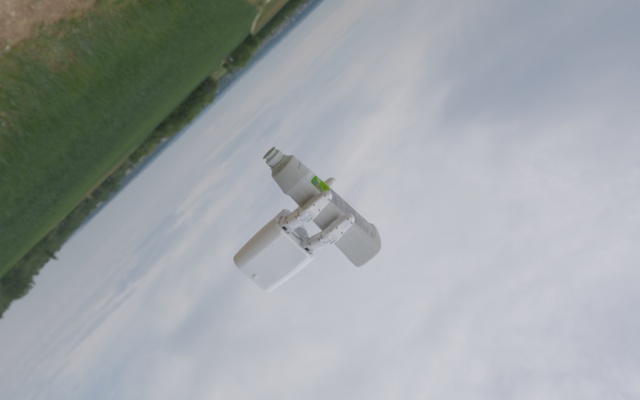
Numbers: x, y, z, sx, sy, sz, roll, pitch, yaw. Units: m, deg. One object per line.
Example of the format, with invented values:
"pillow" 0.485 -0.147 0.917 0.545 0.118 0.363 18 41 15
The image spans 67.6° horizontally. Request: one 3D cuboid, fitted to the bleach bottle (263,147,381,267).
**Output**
"bleach bottle" 0.000 0.003 0.821 0.068 0.251 0.102 -41 19 13
